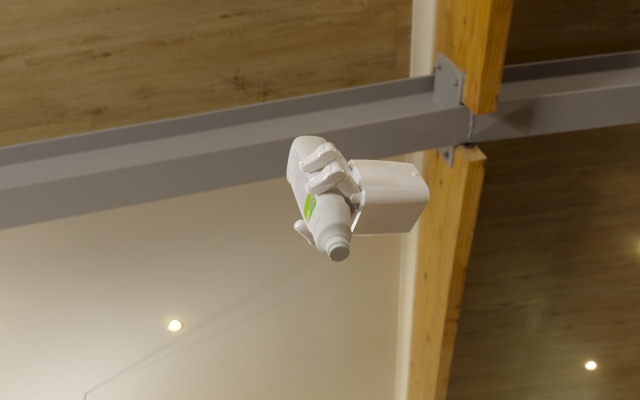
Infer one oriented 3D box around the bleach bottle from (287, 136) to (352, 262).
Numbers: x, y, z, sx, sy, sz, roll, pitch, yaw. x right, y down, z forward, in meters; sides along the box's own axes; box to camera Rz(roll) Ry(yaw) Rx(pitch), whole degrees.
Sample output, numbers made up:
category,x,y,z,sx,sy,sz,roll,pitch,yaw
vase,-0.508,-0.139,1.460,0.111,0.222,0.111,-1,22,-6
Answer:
category,x,y,z,sx,sy,sz,roll,pitch,yaw
bleach bottle,0.000,0.002,0.730,0.068,0.103,0.250,0,37,-14
